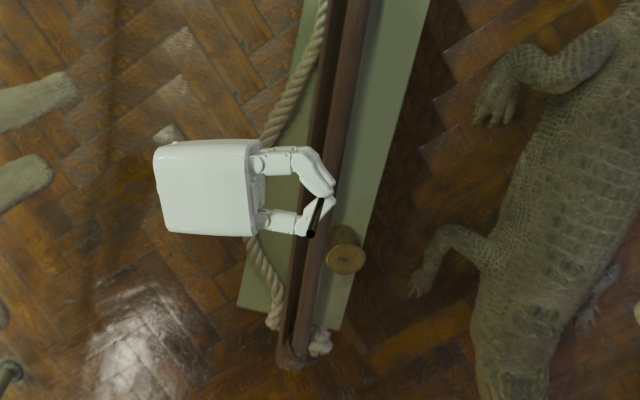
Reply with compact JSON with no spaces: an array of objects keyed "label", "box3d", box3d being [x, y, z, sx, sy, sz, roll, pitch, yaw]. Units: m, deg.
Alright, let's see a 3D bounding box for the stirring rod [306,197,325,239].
[{"label":"stirring rod","box3d":[0.000,0.002,0.517,0.011,0.011,0.239,0,13,4]}]
